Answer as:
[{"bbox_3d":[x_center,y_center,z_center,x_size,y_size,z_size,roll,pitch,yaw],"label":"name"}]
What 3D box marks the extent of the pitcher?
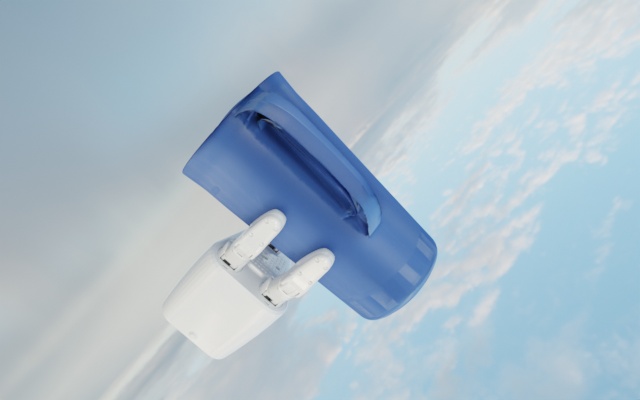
[{"bbox_3d":[0.000,0.002,0.462,0.145,0.243,0.149,-44,9,24],"label":"pitcher"}]
